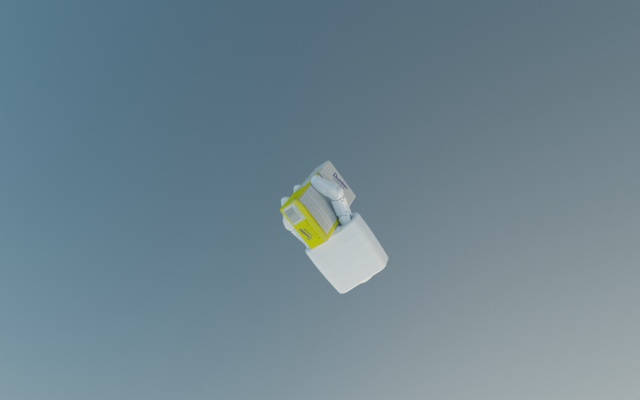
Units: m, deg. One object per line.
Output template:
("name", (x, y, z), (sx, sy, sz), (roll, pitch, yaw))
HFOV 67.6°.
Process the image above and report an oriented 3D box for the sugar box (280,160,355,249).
("sugar box", (0.000, 0.003, 0.873), (0.048, 0.093, 0.176), (-32, 11, 29))
